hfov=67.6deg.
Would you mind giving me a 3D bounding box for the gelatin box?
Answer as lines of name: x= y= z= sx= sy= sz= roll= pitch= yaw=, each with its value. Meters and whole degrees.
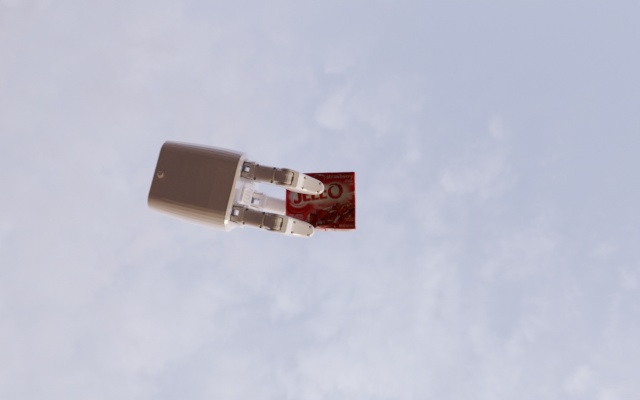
gelatin box: x=0.000 y=0.002 z=0.604 sx=0.089 sy=0.073 sz=0.030 roll=0 pitch=-9 yaw=2
